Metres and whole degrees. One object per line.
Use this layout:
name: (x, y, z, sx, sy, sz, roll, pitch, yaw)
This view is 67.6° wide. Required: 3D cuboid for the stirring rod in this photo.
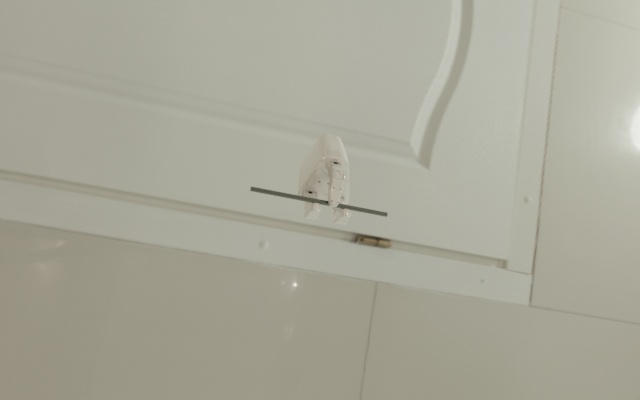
stirring rod: (0.000, 0.003, 0.815, 0.239, 0.011, 0.011, 11, -2, -11)
